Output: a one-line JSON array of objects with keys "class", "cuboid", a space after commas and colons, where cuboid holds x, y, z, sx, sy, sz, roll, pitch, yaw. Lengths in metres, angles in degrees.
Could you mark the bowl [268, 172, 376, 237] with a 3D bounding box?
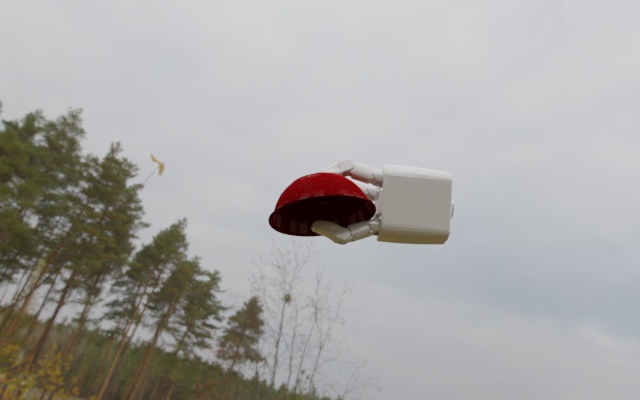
[{"class": "bowl", "cuboid": [-0.001, 0.002, 0.720, 0.162, 0.055, 0.162, -6, -23, -3]}]
